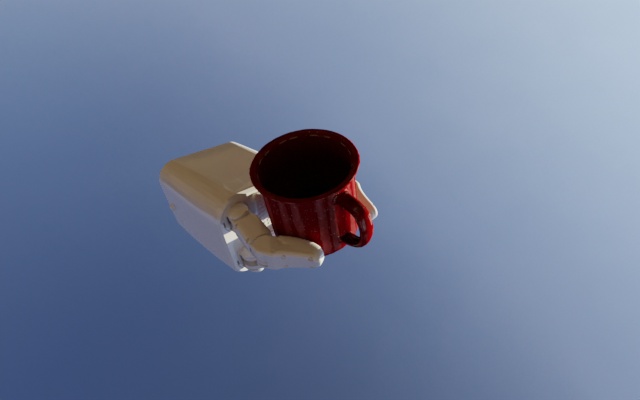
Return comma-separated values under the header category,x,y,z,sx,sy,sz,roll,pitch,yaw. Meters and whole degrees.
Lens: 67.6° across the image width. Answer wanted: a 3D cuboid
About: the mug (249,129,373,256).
category,x,y,z,sx,sy,sz,roll,pitch,yaw
mug,0.001,0.002,0.419,0.117,0.082,0.093,30,58,33
